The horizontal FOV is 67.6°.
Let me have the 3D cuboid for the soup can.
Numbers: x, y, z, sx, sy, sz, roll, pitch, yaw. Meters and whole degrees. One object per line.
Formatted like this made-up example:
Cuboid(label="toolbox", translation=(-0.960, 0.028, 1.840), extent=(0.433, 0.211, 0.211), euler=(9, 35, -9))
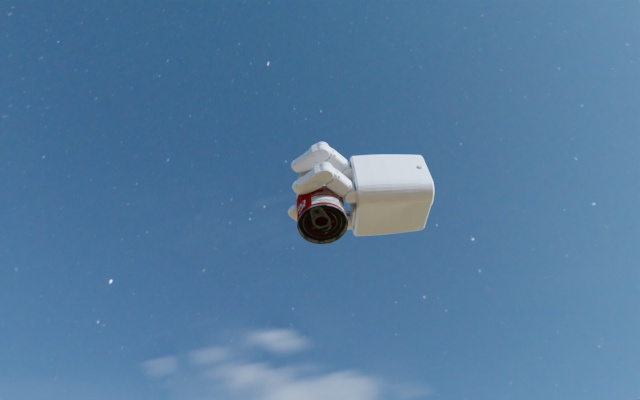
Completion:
Cuboid(label="soup can", translation=(0.000, 0.002, 0.671), extent=(0.068, 0.069, 0.102), euler=(0, 37, -4))
